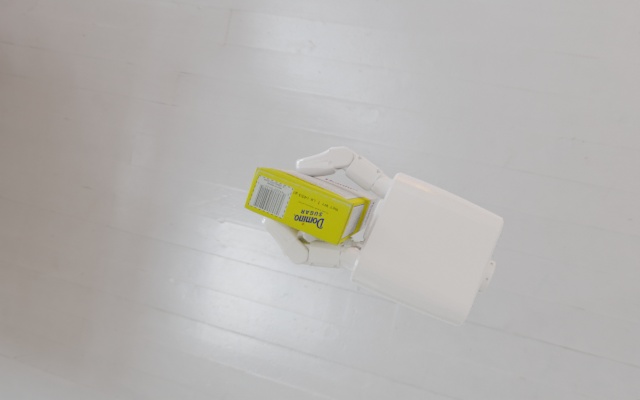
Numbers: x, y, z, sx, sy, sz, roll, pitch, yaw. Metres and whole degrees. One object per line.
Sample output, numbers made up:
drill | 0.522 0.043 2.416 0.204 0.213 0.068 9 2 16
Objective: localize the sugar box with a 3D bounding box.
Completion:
sugar box | 0.000 0.002 0.489 0.093 0.048 0.176 22 4 13
